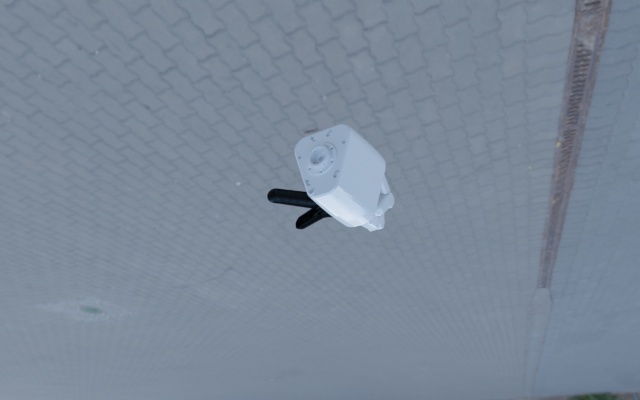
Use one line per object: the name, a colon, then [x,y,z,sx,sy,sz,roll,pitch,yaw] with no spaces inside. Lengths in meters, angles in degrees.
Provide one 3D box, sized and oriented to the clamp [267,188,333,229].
clamp: [0.000,0.003,0.791,0.171,0.039,0.120,-16,-30,28]
